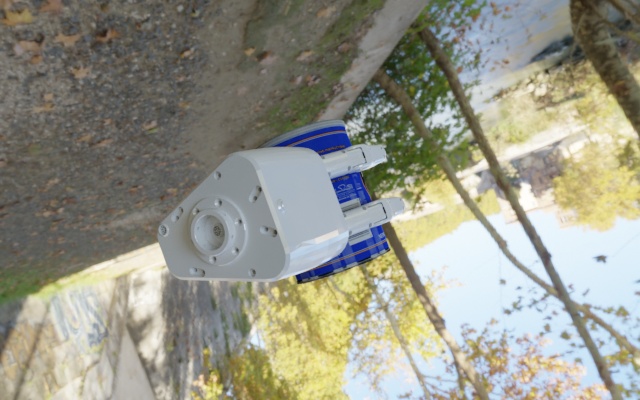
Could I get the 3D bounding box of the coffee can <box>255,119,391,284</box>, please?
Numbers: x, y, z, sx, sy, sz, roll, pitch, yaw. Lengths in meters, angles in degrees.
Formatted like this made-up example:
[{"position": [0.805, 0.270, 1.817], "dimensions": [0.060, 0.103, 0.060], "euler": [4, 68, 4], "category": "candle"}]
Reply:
[{"position": [0.000, 0.001, 0.491], "dimensions": [0.103, 0.140, 0.103], "euler": [-20, -3, -1], "category": "coffee can"}]
